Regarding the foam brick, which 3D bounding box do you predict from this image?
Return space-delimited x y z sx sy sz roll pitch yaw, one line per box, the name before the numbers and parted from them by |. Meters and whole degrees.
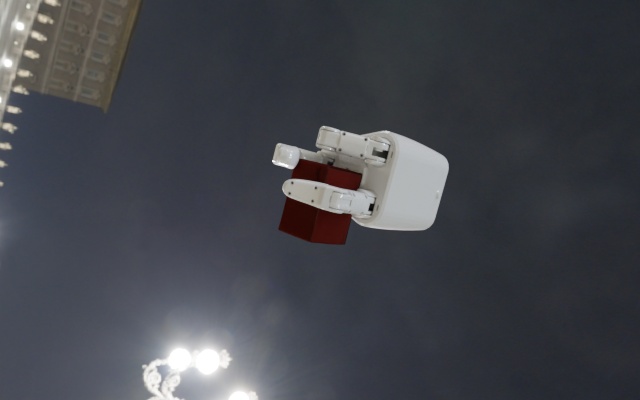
foam brick | 0.000 0.002 0.487 0.051 0.078 0.053 10 7 -45
